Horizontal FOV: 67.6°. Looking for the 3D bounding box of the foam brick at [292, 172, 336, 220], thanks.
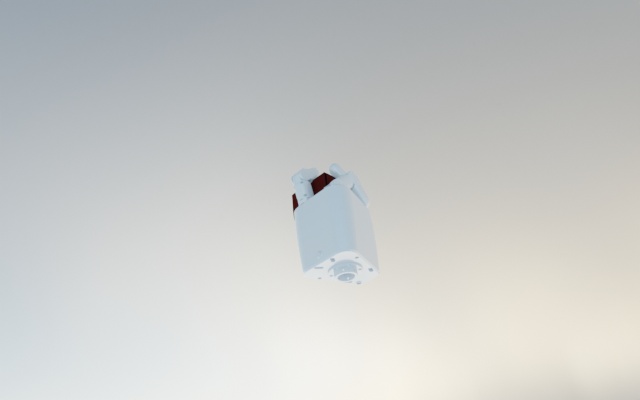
[{"bbox_3d":[0.000,0.003,0.748,0.053,0.051,0.078,25,-46,-38],"label":"foam brick"}]
